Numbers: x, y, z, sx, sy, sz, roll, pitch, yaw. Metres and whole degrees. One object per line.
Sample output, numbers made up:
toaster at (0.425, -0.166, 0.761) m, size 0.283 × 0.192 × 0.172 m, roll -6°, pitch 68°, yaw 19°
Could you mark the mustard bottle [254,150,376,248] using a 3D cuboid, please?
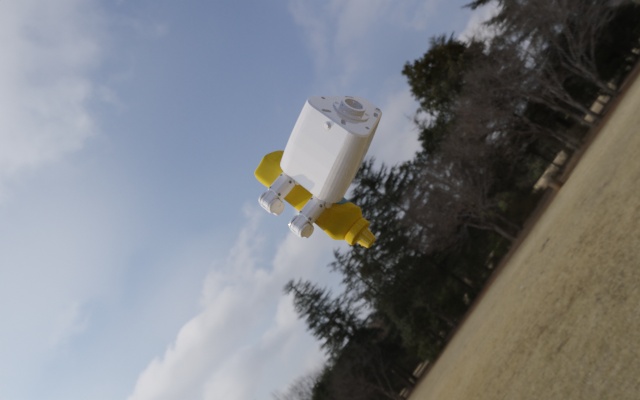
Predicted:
mustard bottle at (0.000, 0.002, 0.688) m, size 0.191 × 0.058 × 0.096 m, roll 38°, pitch 12°, yaw 17°
